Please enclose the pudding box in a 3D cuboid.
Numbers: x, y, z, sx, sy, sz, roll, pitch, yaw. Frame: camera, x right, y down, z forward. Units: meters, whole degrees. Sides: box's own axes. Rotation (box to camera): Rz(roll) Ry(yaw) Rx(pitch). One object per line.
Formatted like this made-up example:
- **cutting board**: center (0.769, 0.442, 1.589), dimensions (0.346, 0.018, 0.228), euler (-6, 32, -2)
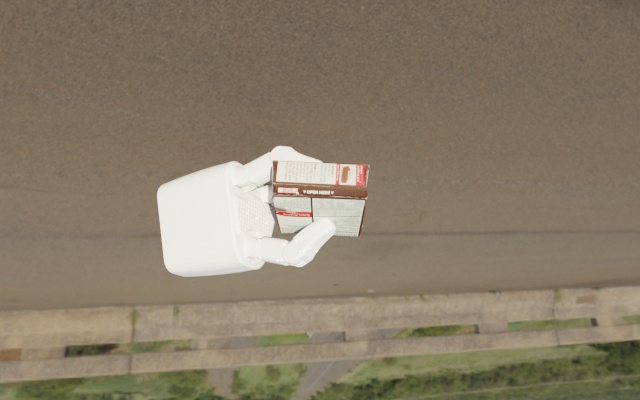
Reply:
- **pudding box**: center (0.000, 0.002, 0.477), dimensions (0.090, 0.039, 0.113), euler (2, -21, 1)
